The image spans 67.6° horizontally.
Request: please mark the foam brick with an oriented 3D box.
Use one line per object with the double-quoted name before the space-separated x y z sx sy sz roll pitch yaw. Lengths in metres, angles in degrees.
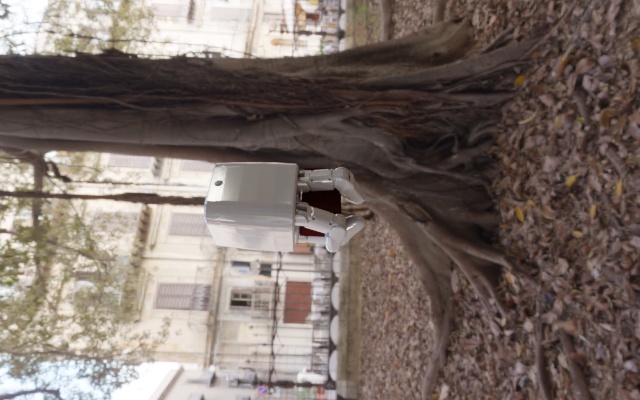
"foam brick" 0.000 0.002 0.627 0.051 0.078 0.053 2 -42 -1
